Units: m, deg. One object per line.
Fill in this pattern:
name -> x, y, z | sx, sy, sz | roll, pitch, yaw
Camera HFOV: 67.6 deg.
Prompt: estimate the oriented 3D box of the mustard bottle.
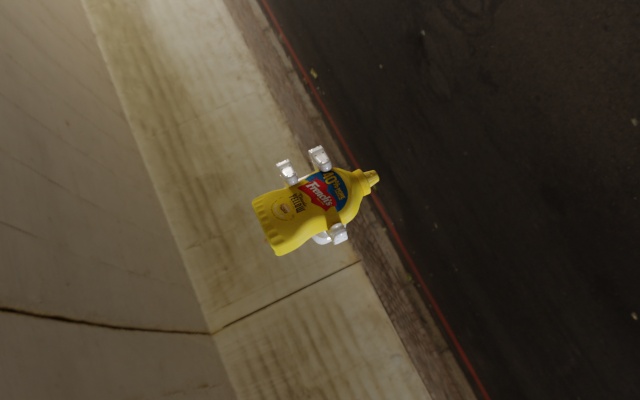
mustard bottle -> 0.000, 0.002, 0.721 | 0.191, 0.096, 0.058 | -25, -33, -6
